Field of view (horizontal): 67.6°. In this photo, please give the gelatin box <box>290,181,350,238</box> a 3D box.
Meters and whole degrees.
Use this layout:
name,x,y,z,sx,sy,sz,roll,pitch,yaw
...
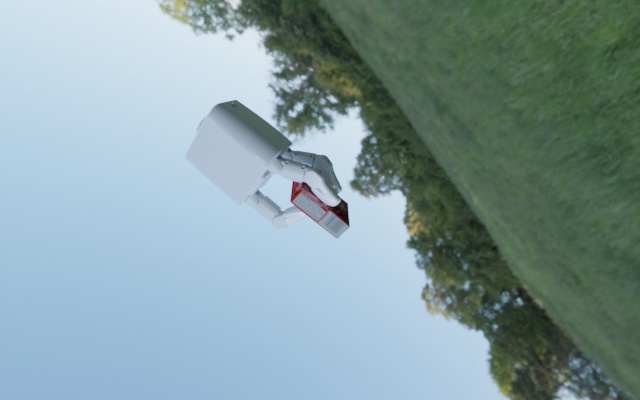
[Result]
name,x,y,z,sx,sy,sz,roll,pitch,yaw
gelatin box,0.000,0.003,0.670,0.089,0.030,0.073,39,19,-16
